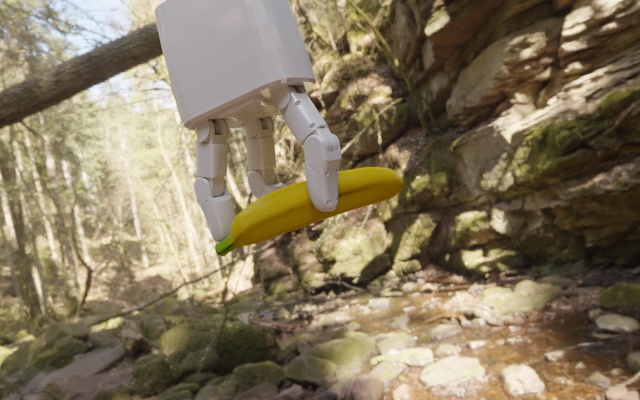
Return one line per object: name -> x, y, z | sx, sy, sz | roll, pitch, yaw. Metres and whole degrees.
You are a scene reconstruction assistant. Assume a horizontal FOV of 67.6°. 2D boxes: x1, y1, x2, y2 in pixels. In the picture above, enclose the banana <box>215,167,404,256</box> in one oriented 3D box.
banana -> 0.004, -0.001, 0.420 | 0.198, 0.037, 0.069 | -17, -5, -24
